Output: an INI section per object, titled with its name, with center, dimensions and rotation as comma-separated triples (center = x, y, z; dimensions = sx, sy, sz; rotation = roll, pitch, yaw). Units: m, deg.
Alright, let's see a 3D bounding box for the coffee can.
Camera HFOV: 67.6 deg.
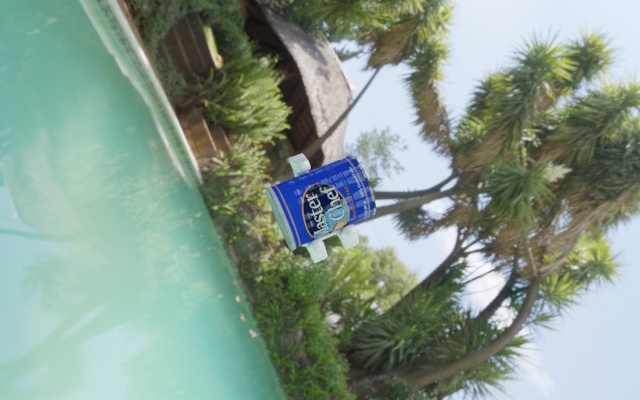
[coffee can]
center = 0.000, 0.002, 0.733
dimensions = 0.140, 0.103, 0.103
rotation = -22, 4, -10
